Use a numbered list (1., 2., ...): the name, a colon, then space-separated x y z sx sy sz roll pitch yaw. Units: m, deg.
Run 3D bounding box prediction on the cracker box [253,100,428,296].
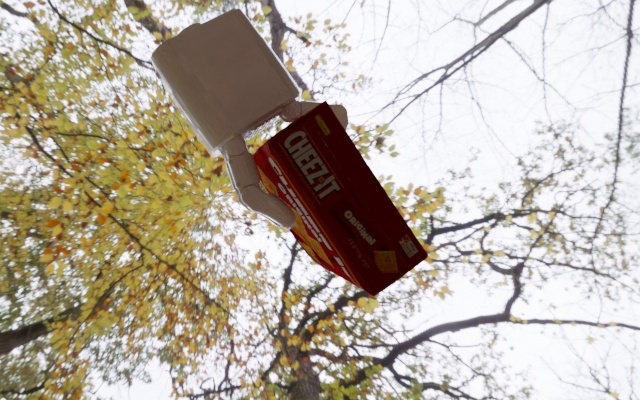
1. cracker box: 0.000 0.002 0.502 0.072 0.164 0.213 -36 7 -10
